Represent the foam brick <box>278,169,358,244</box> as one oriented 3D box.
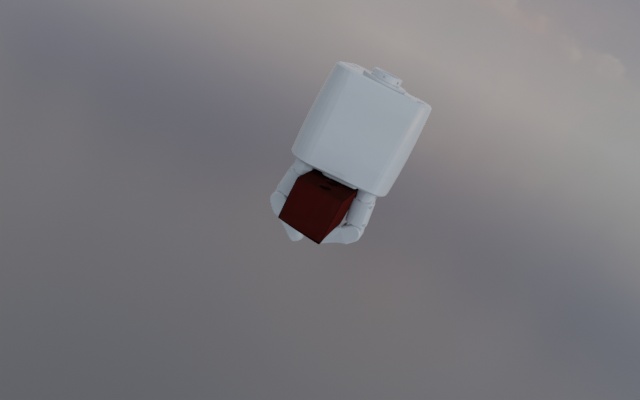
[{"bbox_3d":[0.000,0.002,0.505,0.053,0.051,0.078,31,21,9],"label":"foam brick"}]
